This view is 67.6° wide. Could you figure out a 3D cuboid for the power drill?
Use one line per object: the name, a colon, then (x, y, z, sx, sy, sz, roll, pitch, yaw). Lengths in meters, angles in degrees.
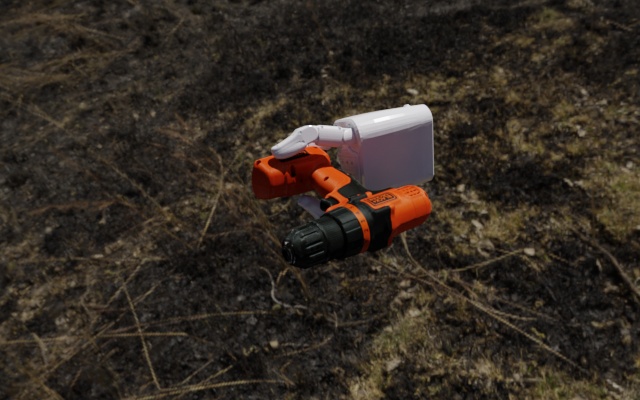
power drill: (0.000, 0.001, 0.537, 0.184, 0.057, 0.187, -16, 33, -34)
